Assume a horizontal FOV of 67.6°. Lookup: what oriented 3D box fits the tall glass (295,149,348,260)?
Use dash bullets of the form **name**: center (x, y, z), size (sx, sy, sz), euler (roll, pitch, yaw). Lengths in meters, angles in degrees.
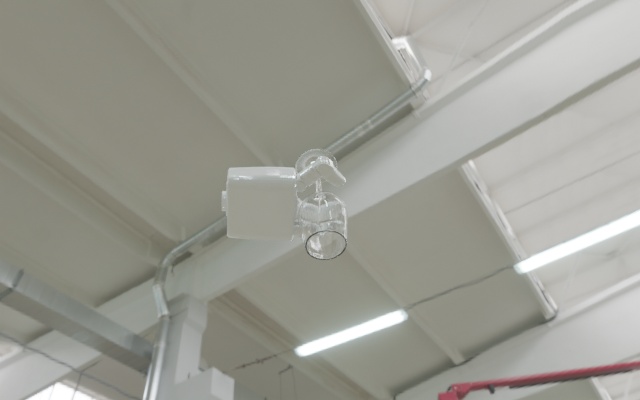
- **tall glass**: center (0.000, 0.002, 0.773), size (0.079, 0.079, 0.200), euler (0, 40, -6)
